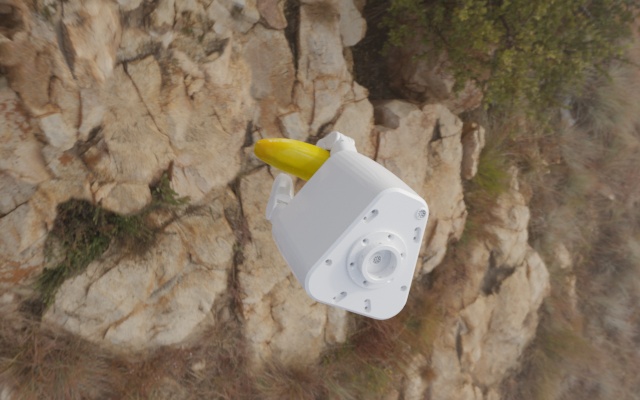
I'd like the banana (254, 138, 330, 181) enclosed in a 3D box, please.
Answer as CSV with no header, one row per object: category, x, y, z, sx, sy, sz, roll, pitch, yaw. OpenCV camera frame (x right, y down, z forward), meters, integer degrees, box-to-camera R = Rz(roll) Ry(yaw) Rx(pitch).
banana,0.017,-0.008,0.508,0.069,0.198,0.037,-38,30,8
